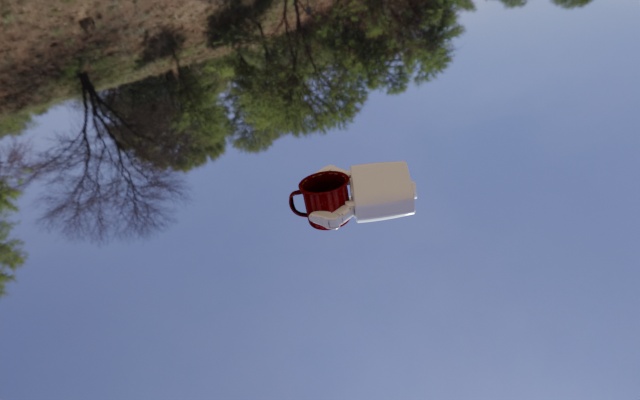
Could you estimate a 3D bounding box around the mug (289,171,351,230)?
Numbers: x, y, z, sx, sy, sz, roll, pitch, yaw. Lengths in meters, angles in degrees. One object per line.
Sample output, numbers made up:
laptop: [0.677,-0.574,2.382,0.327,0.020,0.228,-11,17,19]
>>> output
mug: [-0.001,0.003,0.878,0.117,0.081,0.093,-7,27,6]
